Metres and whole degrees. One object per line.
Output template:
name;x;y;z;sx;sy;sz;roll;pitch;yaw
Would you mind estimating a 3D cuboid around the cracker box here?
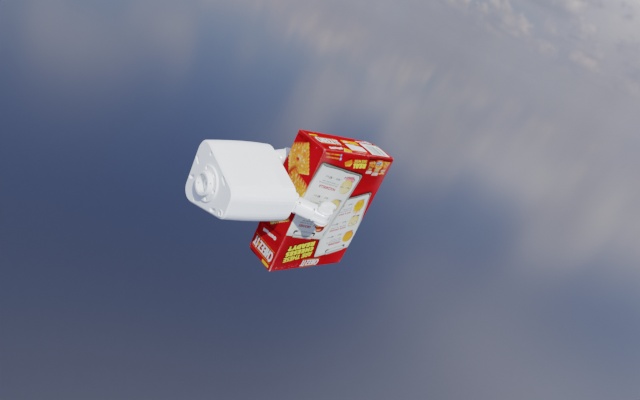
cracker box;0.000;0.002;0.759;0.164;0.214;0.072;1;33;-46
